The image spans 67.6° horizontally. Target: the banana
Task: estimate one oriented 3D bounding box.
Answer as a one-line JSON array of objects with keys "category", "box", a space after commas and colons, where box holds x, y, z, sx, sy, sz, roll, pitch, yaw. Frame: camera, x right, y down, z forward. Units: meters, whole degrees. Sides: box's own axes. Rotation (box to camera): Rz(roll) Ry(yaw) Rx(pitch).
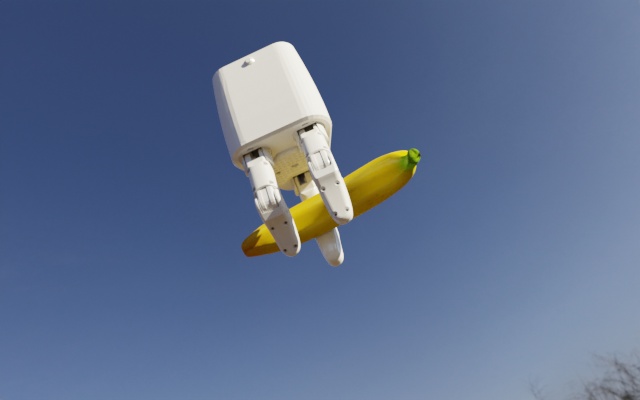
[{"category": "banana", "box": [0.013, 0.001, 0.445, 0.198, 0.037, 0.069, -32, -20, 26]}]
